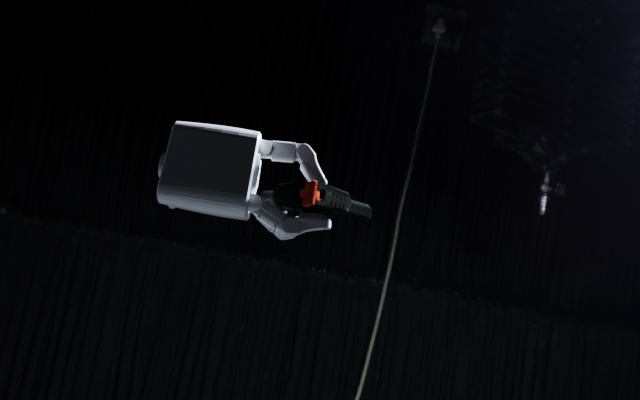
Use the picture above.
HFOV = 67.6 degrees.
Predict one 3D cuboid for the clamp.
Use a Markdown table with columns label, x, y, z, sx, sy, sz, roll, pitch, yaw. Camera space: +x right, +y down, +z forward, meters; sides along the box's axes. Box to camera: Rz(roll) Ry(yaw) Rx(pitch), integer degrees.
| label | x | y | z | sx | sy | sz | roll | pitch | yaw |
| --- | --- | --- | --- | --- | --- | --- | --- | --- | --- |
| clamp | 0.000 | 0.001 | 0.608 | 0.164 | 0.036 | 0.210 | 7 | -5 | -5 |
